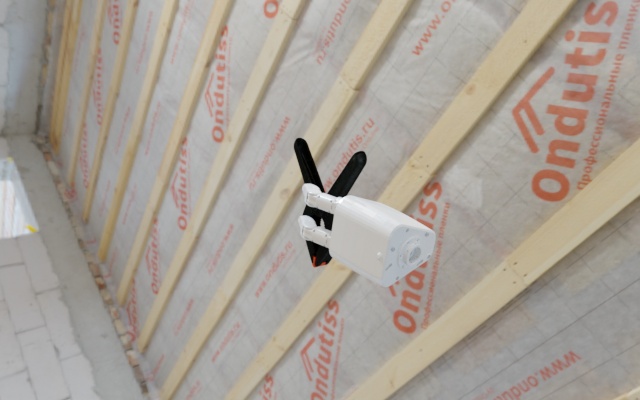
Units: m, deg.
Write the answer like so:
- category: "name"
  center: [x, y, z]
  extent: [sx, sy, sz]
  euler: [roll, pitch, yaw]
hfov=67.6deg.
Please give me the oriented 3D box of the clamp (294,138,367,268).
- category: "clamp"
  center: [0.001, 0.003, 0.770]
  extent: [0.036, 0.210, 0.164]
  euler: [-7, 24, -36]
